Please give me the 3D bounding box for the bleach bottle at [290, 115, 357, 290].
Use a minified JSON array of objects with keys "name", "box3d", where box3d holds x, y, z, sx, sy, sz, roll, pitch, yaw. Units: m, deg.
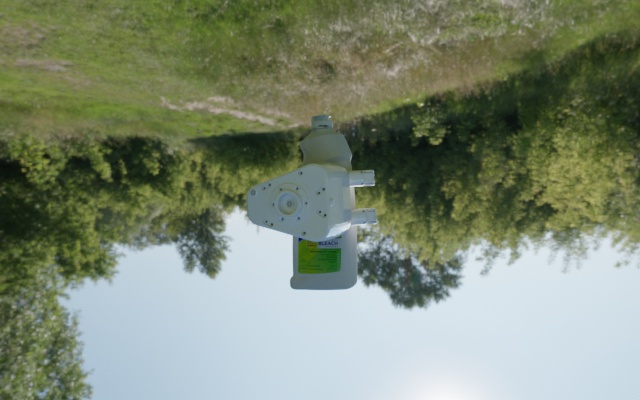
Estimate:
[{"name":"bleach bottle","box3d":[0.000,0.002,0.706,0.102,0.251,0.068,-3,2,15]}]
